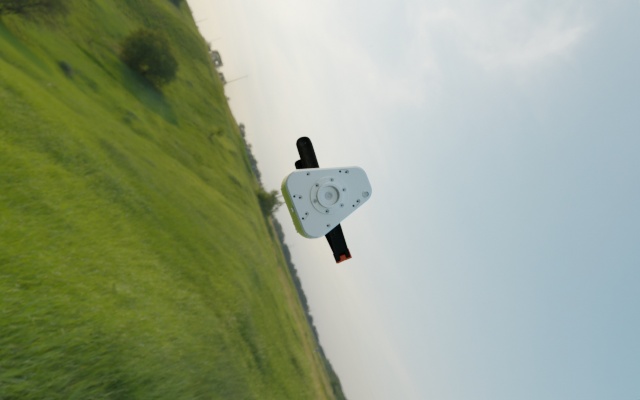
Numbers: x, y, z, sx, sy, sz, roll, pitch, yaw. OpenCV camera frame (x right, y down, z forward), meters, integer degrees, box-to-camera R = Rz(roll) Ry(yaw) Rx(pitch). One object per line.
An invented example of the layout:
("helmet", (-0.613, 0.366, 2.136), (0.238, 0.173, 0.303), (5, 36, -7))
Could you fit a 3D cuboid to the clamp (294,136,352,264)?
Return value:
("clamp", (0.001, 0.003, 0.807), (0.036, 0.210, 0.164), (-21, 1, -6))
